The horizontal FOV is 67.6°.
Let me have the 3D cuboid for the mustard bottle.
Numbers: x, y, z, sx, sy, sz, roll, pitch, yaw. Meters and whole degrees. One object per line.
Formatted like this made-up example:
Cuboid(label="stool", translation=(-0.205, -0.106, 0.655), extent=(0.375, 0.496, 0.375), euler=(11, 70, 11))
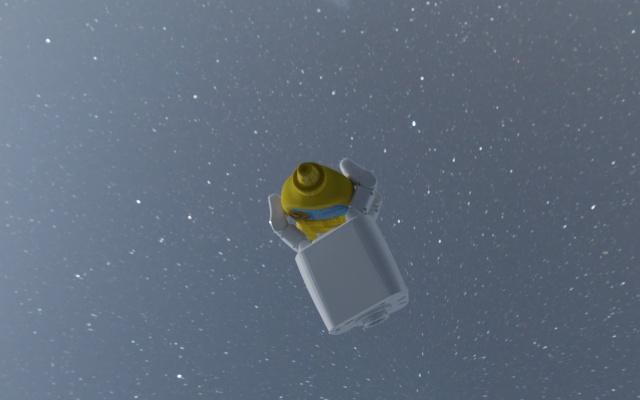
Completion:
Cuboid(label="mustard bottle", translation=(0.000, 0.002, 0.632), extent=(0.096, 0.058, 0.192), euler=(-4, -24, 10))
